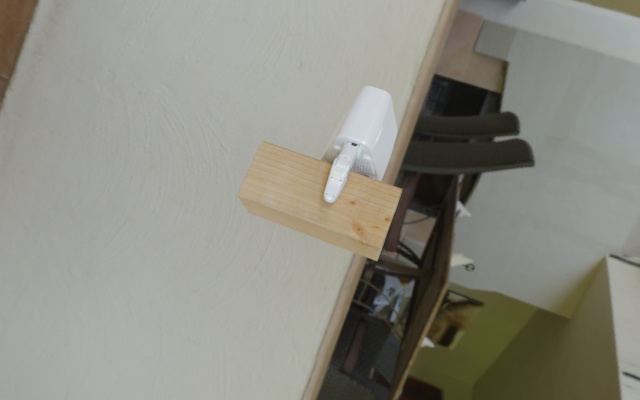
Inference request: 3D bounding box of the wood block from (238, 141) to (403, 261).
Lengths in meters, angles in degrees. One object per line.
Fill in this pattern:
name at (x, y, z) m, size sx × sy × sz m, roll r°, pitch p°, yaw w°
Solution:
wood block at (0.000, 0.002, 0.679) m, size 0.206 × 0.090 × 0.091 m, roll 20°, pitch -17°, yaw 9°
